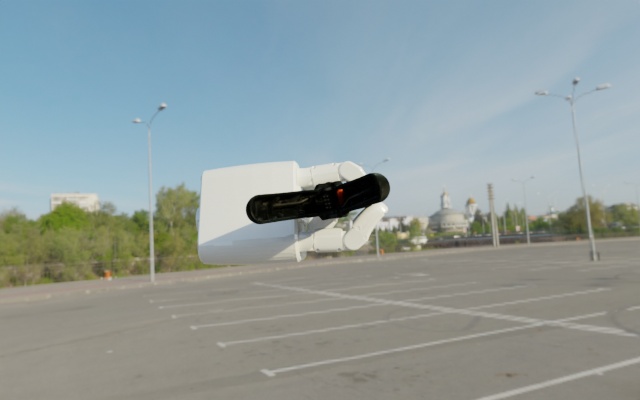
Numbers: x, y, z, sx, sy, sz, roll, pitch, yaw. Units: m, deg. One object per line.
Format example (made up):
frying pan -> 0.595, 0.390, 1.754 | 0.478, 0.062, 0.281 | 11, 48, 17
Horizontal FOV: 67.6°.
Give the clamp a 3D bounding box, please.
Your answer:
clamp -> 0.000, 0.001, 0.456 | 0.120, 0.039, 0.171 | -4, -5, 3
